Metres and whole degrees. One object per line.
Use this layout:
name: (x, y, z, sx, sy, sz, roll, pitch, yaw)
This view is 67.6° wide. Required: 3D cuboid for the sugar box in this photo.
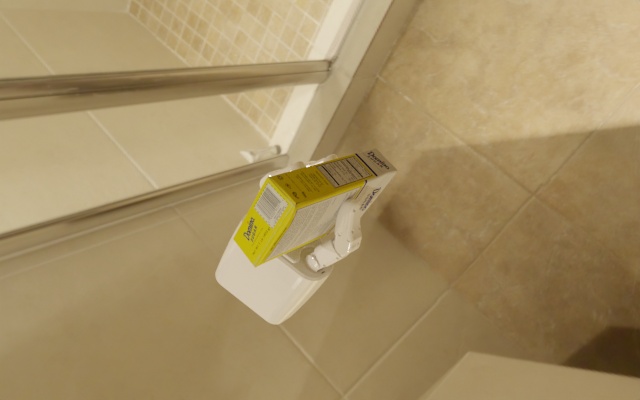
sugar box: (0.000, 0.001, 0.506, 0.176, 0.048, 0.093, -23, -25, -50)
